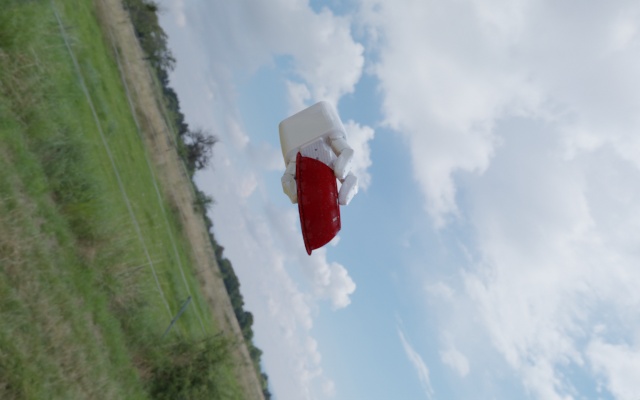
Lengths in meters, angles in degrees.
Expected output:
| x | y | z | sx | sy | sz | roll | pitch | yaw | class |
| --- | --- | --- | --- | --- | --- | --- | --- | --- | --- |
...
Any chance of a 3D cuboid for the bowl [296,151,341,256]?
| x | y | z | sx | sy | sz | roll | pitch | yaw | class |
| --- | --- | --- | --- | --- | --- | --- | --- | --- | --- |
| 0.001 | 0.003 | 0.738 | 0.055 | 0.162 | 0.162 | -6 | 0 | 4 | bowl |
